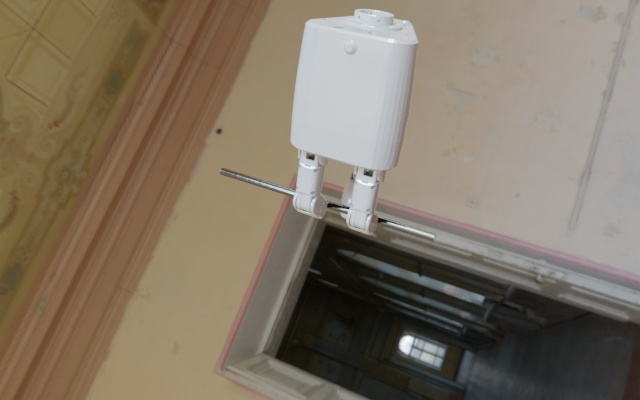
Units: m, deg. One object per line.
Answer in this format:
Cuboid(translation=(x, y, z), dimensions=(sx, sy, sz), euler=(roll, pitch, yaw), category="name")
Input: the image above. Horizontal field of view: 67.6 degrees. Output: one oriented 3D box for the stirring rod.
Cuboid(translation=(0.000, 0.002, 0.496), dimensions=(0.239, 0.011, 0.011), euler=(17, 5, 17), category="stirring rod")
